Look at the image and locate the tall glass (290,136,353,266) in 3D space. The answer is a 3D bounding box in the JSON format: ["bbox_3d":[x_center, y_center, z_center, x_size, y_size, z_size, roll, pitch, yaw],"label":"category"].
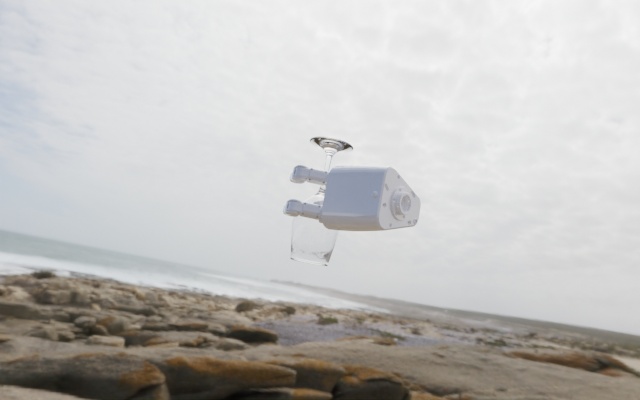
[{"bbox_3d":[0.000,0.002,0.780,0.079,0.201,0.079,11,-10,2],"label":"tall glass"}]
